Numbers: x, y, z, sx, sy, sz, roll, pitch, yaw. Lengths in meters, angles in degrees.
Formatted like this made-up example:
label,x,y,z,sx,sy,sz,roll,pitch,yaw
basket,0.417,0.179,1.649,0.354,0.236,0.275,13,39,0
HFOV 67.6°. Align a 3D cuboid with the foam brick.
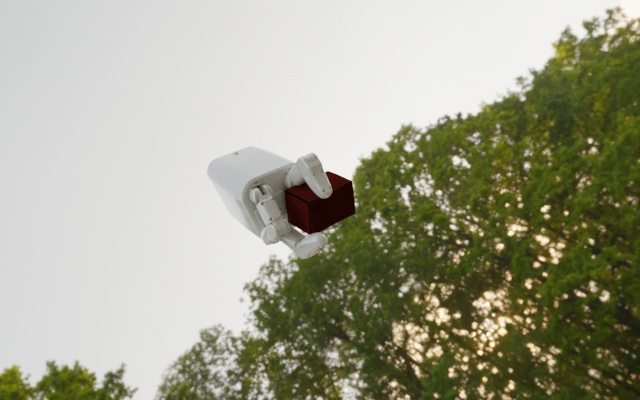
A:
label,x,y,z,sx,sy,sz,roll,pitch,yaw
foam brick,0.000,0.002,0.633,0.078,0.053,0.051,-25,34,-32
